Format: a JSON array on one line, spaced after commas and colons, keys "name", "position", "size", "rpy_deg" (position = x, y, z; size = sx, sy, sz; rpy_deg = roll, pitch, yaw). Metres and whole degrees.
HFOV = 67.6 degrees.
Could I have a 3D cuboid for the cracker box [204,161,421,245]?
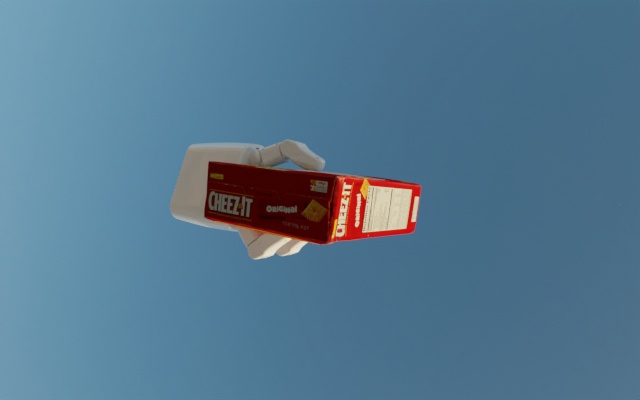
[{"name": "cracker box", "position": [0.000, 0.002, 0.557], "size": [0.164, 0.072, 0.214], "rpy_deg": [8, 4, 32]}]
